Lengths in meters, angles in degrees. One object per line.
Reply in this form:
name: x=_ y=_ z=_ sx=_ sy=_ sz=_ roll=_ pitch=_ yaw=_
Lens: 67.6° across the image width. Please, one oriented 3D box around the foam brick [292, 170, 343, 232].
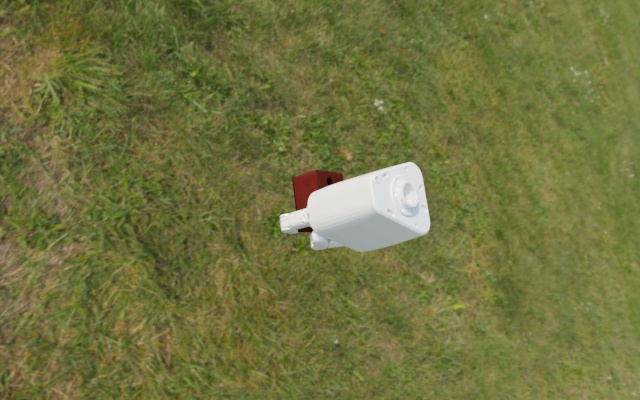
foam brick: x=0.000 y=0.002 z=0.653 sx=0.053 sy=0.078 sz=0.051 roll=4 pitch=-17 yaw=-43
